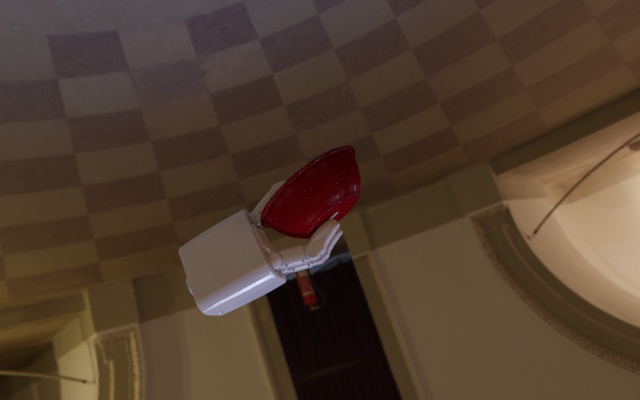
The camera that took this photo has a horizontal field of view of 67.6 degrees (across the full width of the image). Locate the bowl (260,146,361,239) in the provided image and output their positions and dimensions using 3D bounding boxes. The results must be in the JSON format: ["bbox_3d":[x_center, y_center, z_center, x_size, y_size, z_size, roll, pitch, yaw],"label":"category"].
[{"bbox_3d":[0.001,0.002,0.636,0.162,0.055,0.162,-37,-15,-12],"label":"bowl"}]
